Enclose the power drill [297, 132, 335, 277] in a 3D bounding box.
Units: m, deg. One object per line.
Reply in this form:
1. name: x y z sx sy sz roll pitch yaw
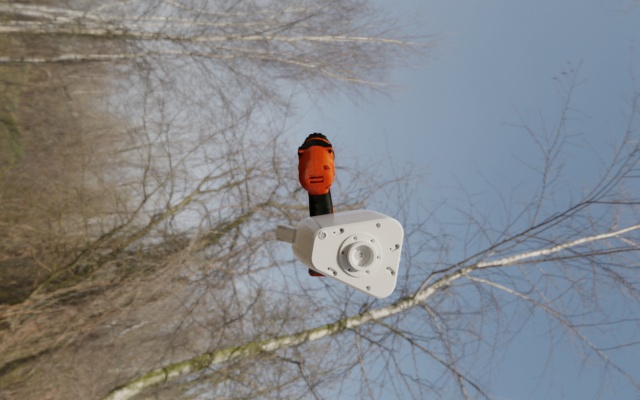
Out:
1. power drill: 0.000 0.003 0.705 0.057 0.188 0.184 -6 22 4
